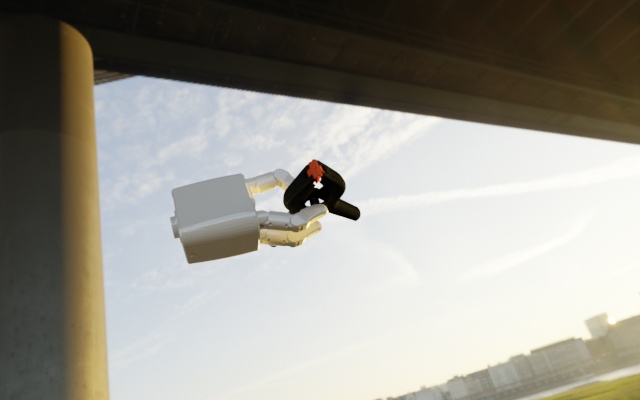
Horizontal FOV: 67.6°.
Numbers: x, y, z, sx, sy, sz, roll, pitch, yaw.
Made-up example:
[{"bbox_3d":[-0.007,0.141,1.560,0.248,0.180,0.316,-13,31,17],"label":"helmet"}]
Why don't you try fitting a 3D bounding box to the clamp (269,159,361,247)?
[{"bbox_3d":[0.000,0.001,0.725,0.164,0.036,0.210,-15,-26,-16],"label":"clamp"}]
